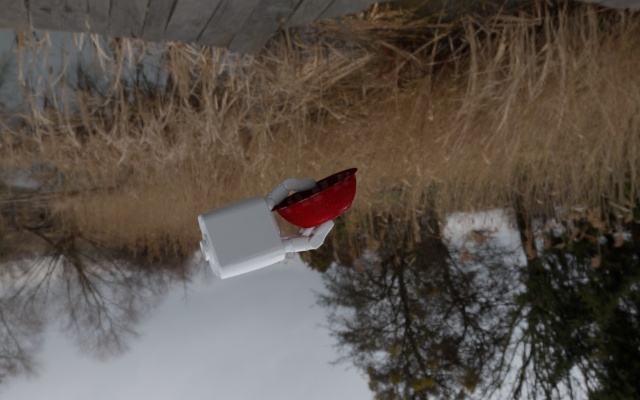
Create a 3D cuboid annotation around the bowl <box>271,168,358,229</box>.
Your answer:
[{"bbox_3d":[0.002,0.002,0.810,0.162,0.055,0.162,-26,8,4],"label":"bowl"}]
